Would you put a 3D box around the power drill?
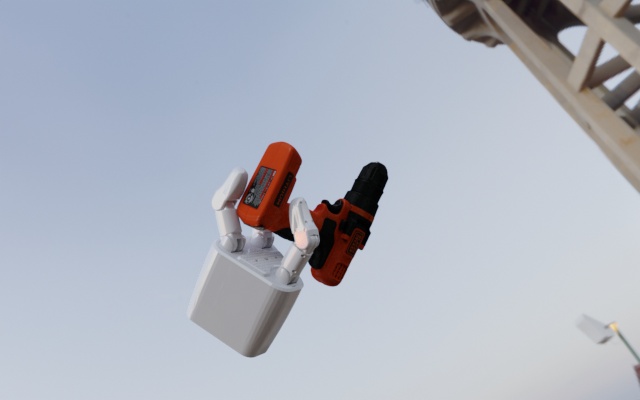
[{"bbox_3d":[0.000,0.002,0.609,0.188,0.184,0.057,32,-11,-39],"label":"power drill"}]
